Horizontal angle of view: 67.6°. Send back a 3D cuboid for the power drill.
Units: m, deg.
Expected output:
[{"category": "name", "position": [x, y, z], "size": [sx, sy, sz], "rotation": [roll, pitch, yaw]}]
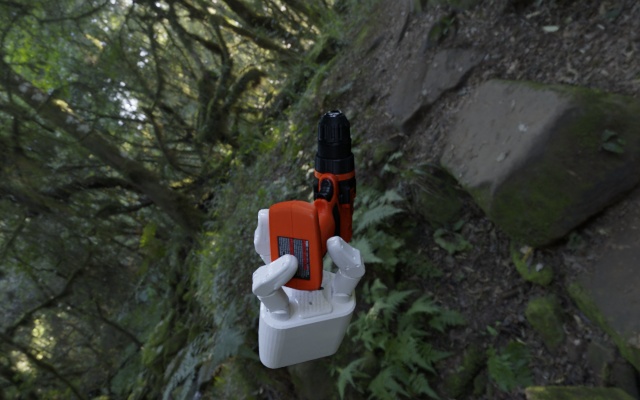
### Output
[{"category": "power drill", "position": [0.000, 0.002, 0.561], "size": [0.057, 0.184, 0.187], "rotation": [5, 25, 18]}]
